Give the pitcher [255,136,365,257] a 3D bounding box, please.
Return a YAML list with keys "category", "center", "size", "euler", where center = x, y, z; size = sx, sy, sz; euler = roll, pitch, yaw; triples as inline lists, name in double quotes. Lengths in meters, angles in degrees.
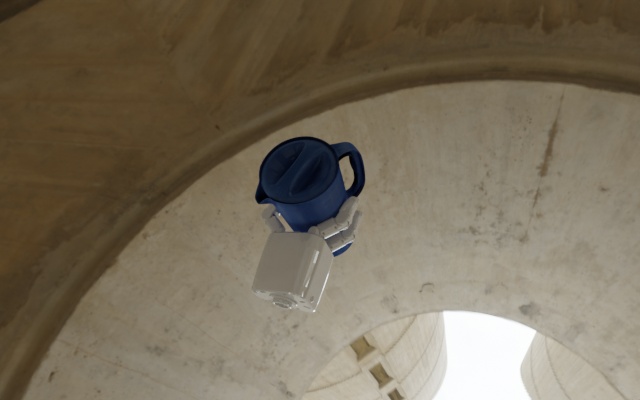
- category: "pitcher"
  center: [0.000, 0.003, 0.855]
  size: [0.149, 0.145, 0.243]
  euler: [7, -28, 20]
